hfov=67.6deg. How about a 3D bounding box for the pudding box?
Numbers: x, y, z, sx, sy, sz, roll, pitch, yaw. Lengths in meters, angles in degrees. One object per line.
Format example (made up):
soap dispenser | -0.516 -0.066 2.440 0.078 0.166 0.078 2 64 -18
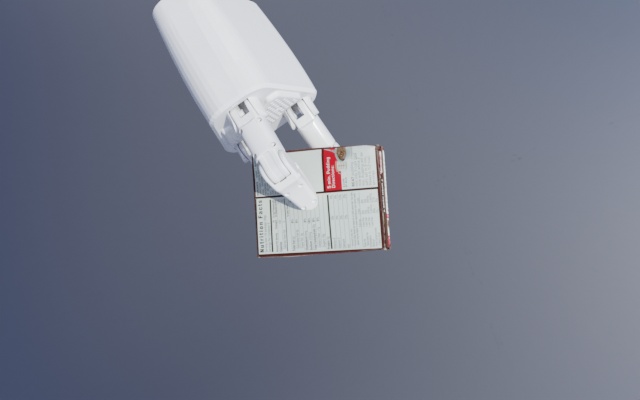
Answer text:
pudding box | 0.000 0.001 0.407 0.113 0.090 0.039 -4 -2 15
